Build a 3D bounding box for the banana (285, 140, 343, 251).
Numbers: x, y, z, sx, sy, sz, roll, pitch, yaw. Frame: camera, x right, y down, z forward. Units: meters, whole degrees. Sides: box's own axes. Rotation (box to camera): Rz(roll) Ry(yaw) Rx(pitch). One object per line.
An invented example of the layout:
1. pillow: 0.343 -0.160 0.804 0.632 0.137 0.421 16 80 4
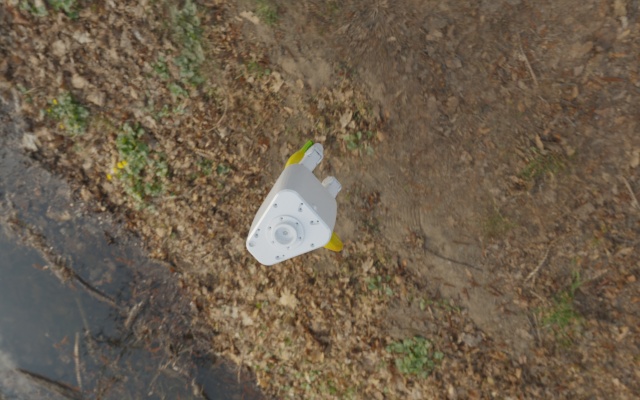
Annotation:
1. banana: -0.019 0.004 0.793 0.069 0.198 0.037 -14 18 6
